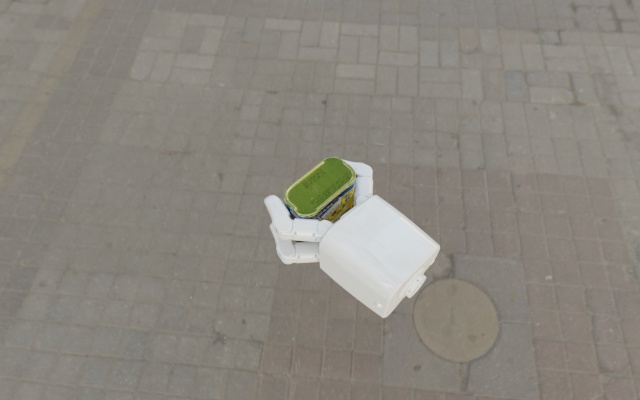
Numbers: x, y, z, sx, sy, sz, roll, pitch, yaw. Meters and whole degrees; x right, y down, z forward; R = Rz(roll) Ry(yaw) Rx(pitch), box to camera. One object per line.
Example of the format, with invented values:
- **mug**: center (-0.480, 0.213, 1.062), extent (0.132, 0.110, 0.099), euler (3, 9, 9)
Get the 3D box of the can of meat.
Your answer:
- **can of meat**: center (0.000, 0.002, 0.626), extent (0.102, 0.057, 0.084), euler (-40, -24, -21)
